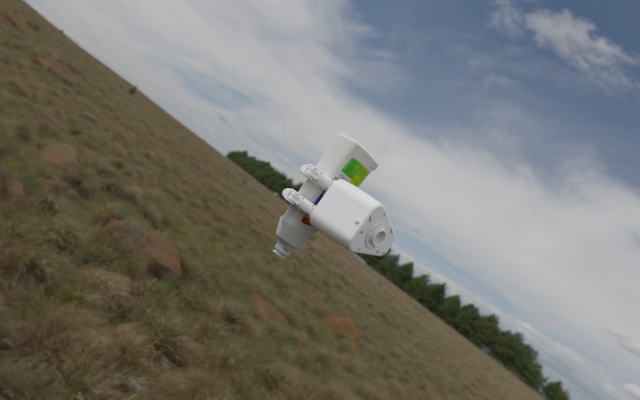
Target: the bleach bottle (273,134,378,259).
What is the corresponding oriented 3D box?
[{"bbox_3d":[0.000,0.003,0.899,0.068,0.251,0.103,33,-4,43],"label":"bleach bottle"}]
